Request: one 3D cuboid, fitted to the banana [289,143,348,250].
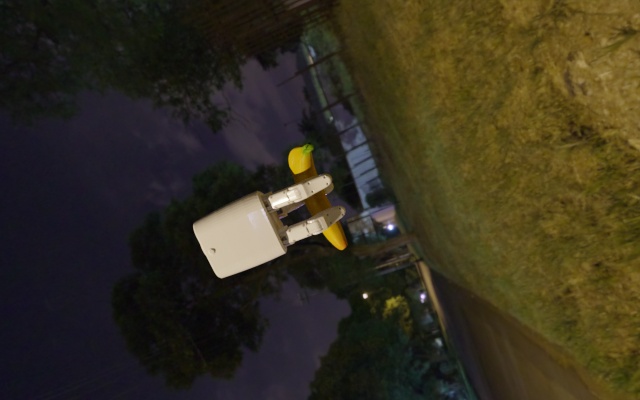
[{"bbox_3d":[-0.008,-0.009,0.717,0.037,0.198,0.069,-28,36,-8],"label":"banana"}]
